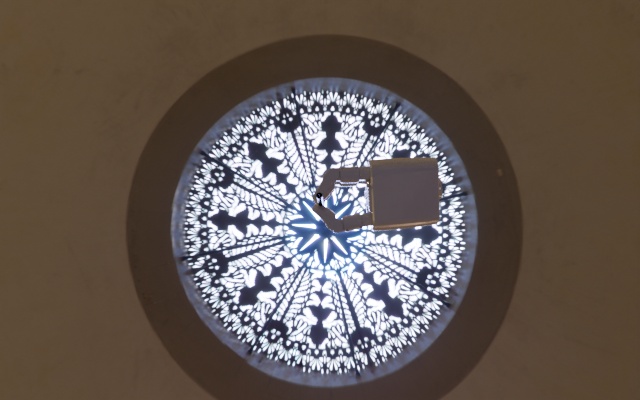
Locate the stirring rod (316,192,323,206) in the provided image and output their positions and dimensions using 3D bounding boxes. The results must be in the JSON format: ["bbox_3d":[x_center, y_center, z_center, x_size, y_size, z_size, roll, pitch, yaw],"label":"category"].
[{"bbox_3d":[0.000,0.002,0.719,0.011,0.011,0.239,0,-4,1],"label":"stirring rod"}]
